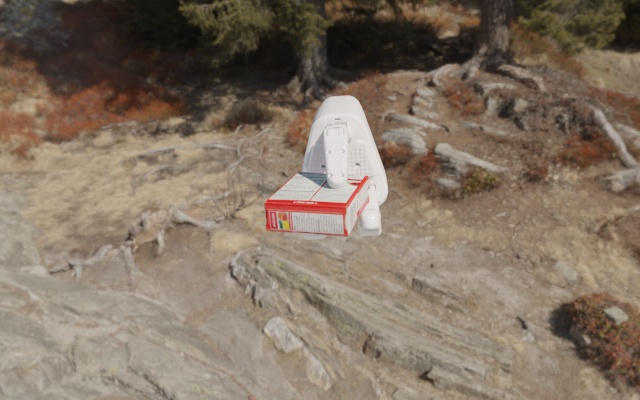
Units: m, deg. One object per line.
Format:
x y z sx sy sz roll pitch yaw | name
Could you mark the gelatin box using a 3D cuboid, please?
0.000 0.001 0.431 0.073 0.030 0.089 3 21 17 | gelatin box
